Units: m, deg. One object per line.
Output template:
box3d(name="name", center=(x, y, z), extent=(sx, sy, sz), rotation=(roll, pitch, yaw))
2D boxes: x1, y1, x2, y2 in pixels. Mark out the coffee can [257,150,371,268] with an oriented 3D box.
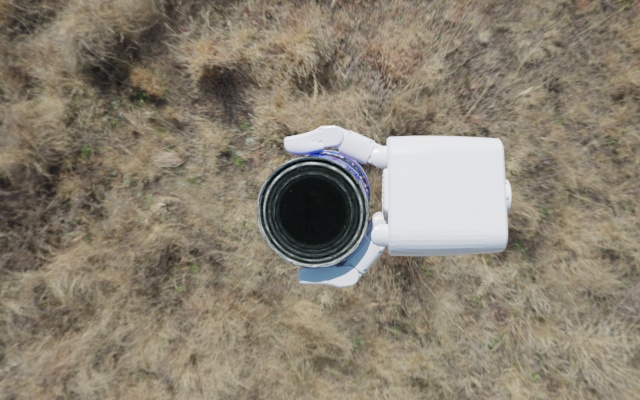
box3d(name="coffee can", center=(0.000, 0.002, 0.495), extent=(0.103, 0.103, 0.140), rotation=(0, 8, 6))
